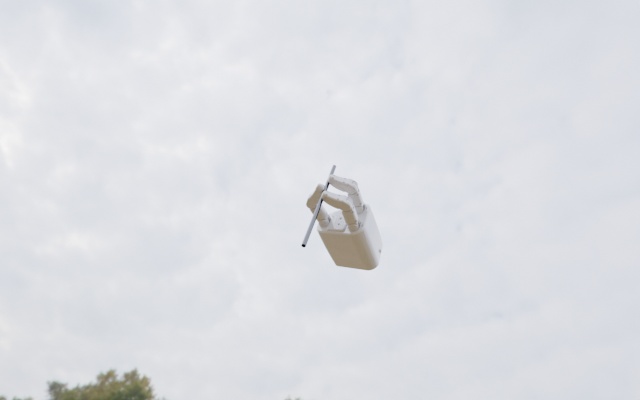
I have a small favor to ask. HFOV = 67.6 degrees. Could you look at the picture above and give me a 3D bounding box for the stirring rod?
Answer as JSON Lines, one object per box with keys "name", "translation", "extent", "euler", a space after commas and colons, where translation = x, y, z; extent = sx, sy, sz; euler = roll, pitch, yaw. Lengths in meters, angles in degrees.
{"name": "stirring rod", "translation": [0.000, 0.003, 0.892], "extent": [0.011, 0.011, 0.239], "euler": [0, 37, 17]}
